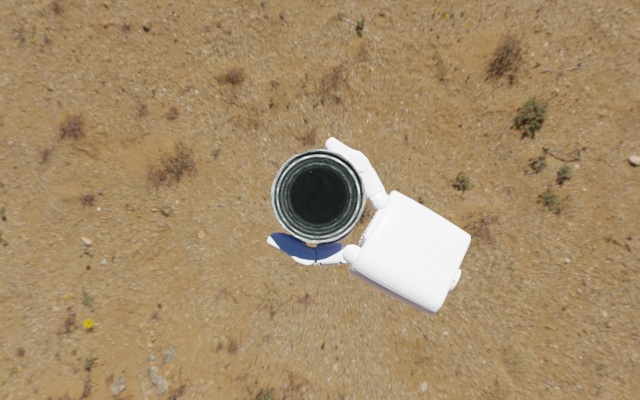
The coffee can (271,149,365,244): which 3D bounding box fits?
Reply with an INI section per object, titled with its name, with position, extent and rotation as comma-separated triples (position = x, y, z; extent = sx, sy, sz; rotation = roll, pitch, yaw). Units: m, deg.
[coffee can]
position = 0.000, 0.002, 0.582
extent = 0.103, 0.103, 0.140
rotation = 0, -6, 2
